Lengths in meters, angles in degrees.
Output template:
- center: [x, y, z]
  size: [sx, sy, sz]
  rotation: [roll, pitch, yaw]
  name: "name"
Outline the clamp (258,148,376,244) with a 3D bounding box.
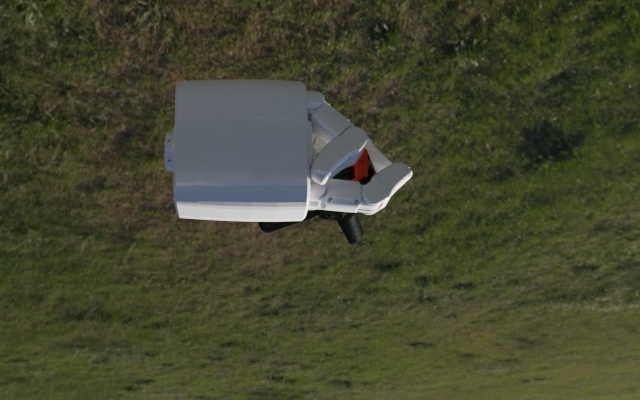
- center: [0.000, 0.002, 0.482]
  size: [0.120, 0.039, 0.172]
  rotation: [0, -29, -10]
  name: "clamp"
